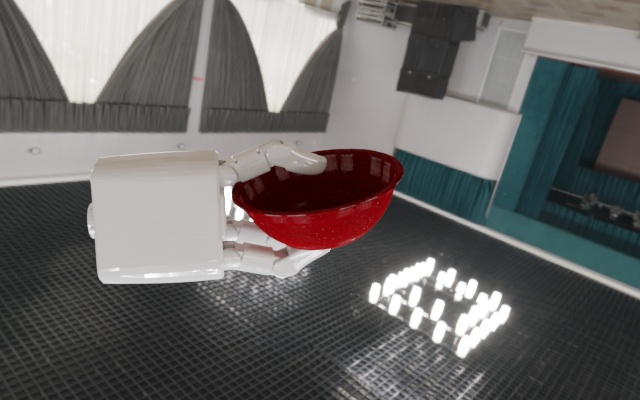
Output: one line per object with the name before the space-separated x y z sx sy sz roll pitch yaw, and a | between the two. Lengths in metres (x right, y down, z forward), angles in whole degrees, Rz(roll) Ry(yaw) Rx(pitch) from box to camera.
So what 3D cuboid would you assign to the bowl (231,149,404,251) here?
bowl | 0.001 0.002 0.455 0.162 0.055 0.162 -8 23 4
